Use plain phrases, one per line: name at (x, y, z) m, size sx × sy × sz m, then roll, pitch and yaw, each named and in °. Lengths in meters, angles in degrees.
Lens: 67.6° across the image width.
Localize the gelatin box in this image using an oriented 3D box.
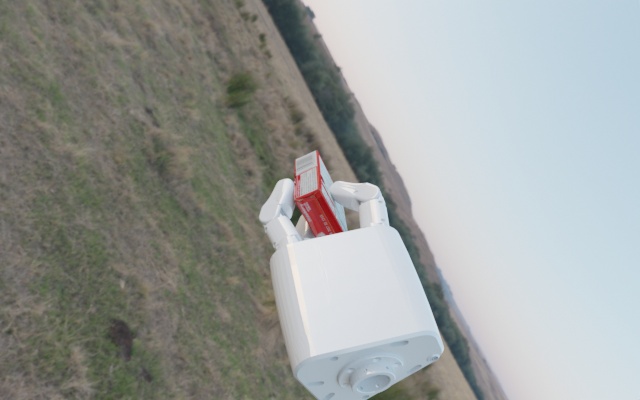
gelatin box at (0.000, 0.001, 0.488) m, size 0.030 × 0.073 × 0.089 m, roll -22°, pitch 30°, yaw 10°
